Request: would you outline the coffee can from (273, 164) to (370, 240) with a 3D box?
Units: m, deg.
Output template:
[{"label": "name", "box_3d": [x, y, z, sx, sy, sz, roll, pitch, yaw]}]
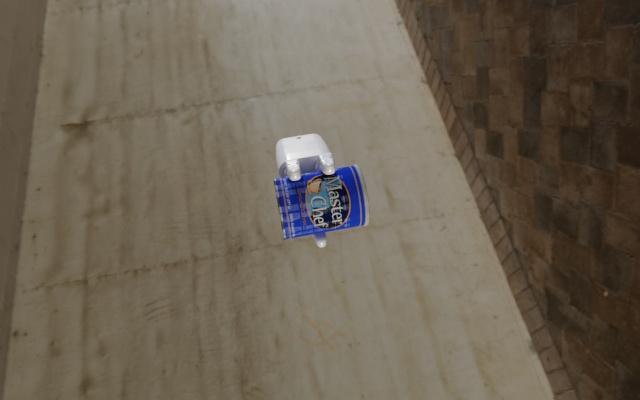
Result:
[{"label": "coffee can", "box_3d": [0.000, 0.003, 0.784, 0.140, 0.103, 0.103, -10, 1, -5]}]
